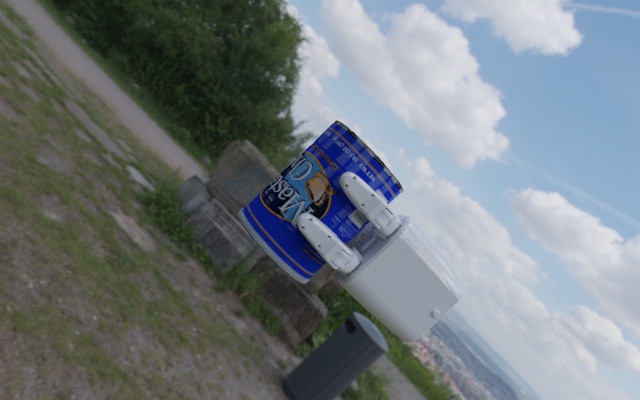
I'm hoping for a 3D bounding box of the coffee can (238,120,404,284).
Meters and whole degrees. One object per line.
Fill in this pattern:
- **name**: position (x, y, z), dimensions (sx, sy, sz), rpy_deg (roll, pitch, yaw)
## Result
- **coffee can**: position (0.000, 0.002, 0.498), dimensions (0.140, 0.103, 0.103), rpy_deg (-43, -2, 2)
